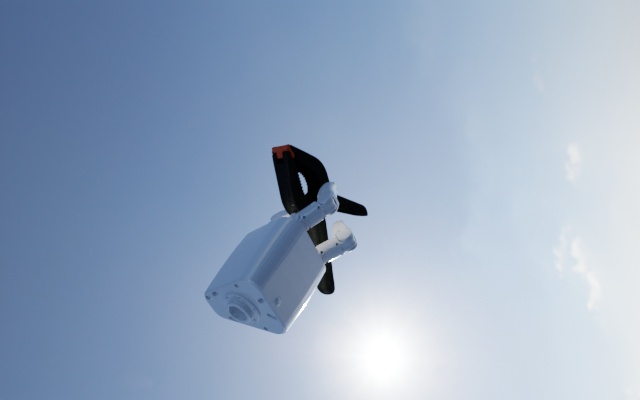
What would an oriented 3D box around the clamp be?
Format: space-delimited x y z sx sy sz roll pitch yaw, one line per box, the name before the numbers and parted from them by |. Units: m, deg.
clamp | -0.001 0.002 0.665 0.036 0.210 0.164 -7 34 35
